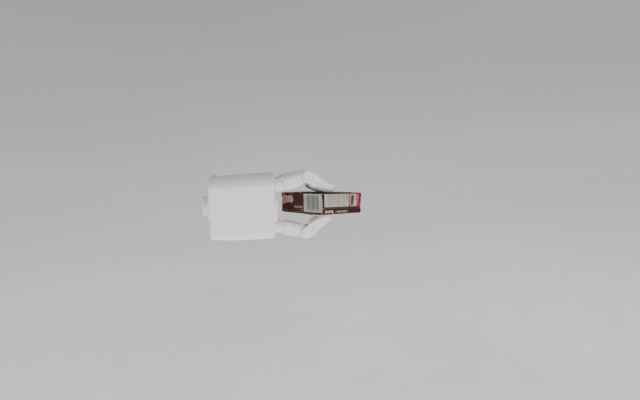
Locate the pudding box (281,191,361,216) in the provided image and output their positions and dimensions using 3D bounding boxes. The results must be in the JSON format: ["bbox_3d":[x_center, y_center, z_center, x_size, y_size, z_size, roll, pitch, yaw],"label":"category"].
[{"bbox_3d":[0.000,0.003,0.824,0.090,0.039,0.113,-3,6,-40],"label":"pudding box"}]
